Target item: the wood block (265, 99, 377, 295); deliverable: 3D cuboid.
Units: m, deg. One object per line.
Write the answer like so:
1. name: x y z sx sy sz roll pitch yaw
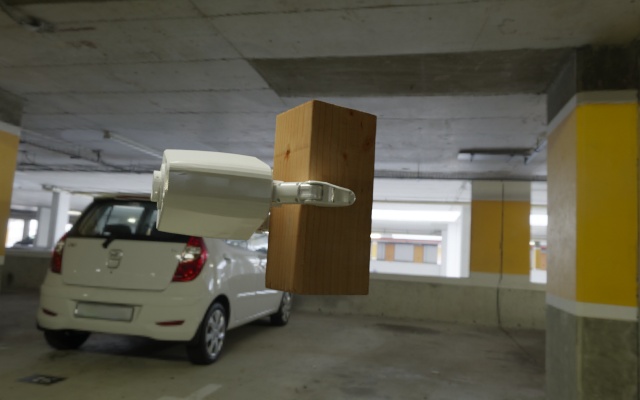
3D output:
1. wood block: 0.000 0.002 0.553 0.090 0.206 0.091 7 -7 -33
